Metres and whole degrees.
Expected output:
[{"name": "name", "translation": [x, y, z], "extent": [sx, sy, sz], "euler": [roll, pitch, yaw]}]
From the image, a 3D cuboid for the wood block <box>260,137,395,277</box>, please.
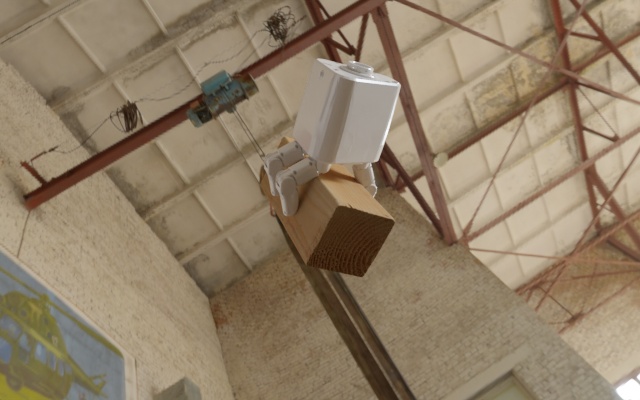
[{"name": "wood block", "translation": [0.000, 0.002, 0.651], "extent": [0.091, 0.090, 0.206], "euler": [16, 21, -31]}]
